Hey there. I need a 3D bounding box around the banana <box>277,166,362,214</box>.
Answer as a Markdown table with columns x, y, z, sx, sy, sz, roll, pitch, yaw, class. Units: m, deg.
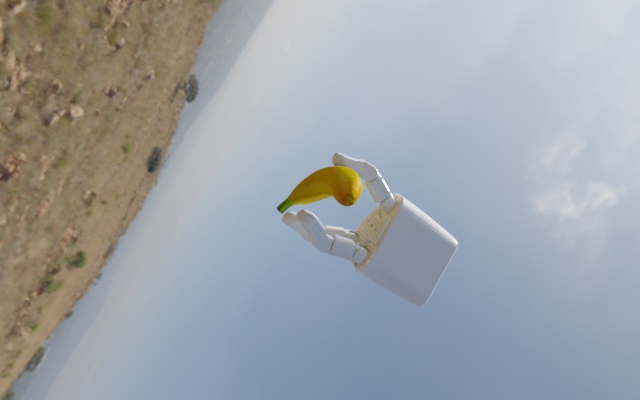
| x | y | z | sx | sy | sz | roll | pitch | yaw | class |
| --- | --- | --- | --- | --- | --- | --- | --- | --- | --- |
| 0.008 | -0.013 | 0.581 | 0.037 | 0.069 | 0.198 | 39 | -19 | -16 | banana |
